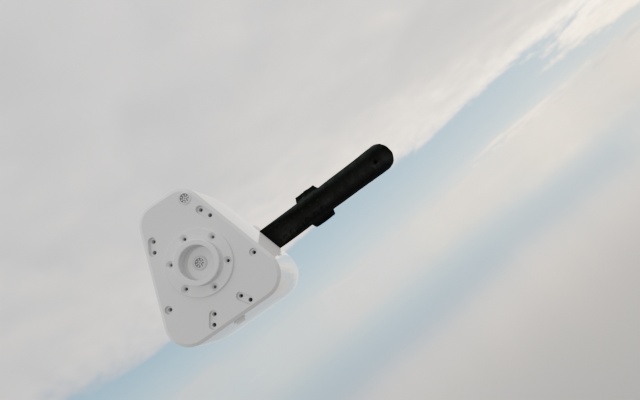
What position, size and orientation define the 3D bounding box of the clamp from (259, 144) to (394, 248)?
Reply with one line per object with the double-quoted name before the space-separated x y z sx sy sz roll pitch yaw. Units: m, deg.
"clamp" 0.000 0.001 0.450 0.171 0.039 0.120 -39 -6 -4
